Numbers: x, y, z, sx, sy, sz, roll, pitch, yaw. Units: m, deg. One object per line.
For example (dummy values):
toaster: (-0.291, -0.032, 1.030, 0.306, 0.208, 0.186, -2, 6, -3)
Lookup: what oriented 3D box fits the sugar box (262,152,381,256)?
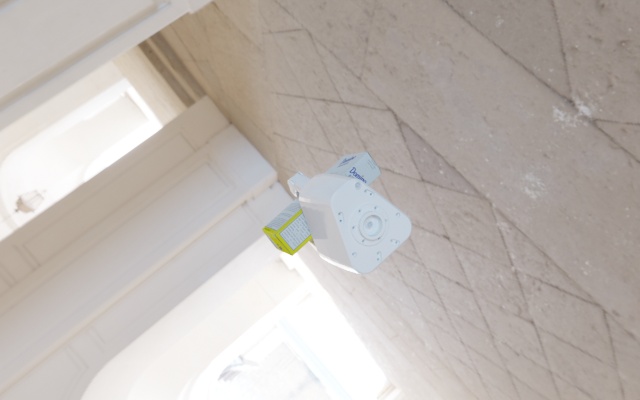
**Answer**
sugar box: (0.000, 0.003, 0.688, 0.176, 0.048, 0.093, -40, 13, -13)
